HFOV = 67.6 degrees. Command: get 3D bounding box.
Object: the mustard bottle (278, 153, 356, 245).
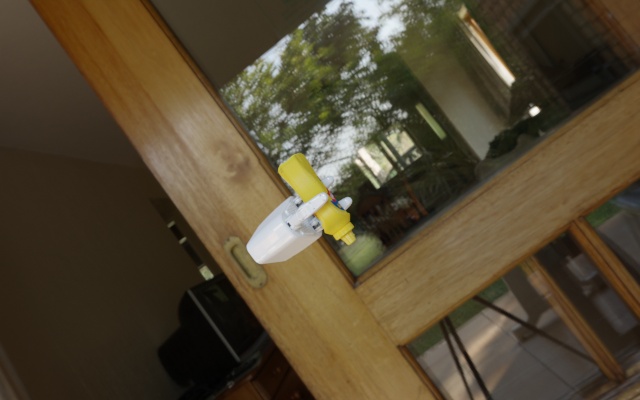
[{"bbox_3d":[0.000,0.003,0.891,0.058,0.191,0.096,-38,-4,2],"label":"mustard bottle"}]
